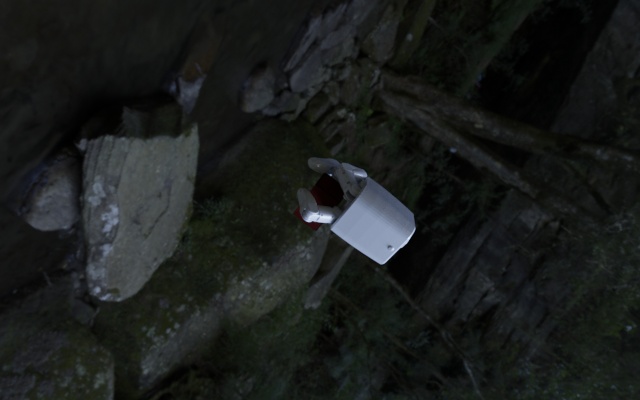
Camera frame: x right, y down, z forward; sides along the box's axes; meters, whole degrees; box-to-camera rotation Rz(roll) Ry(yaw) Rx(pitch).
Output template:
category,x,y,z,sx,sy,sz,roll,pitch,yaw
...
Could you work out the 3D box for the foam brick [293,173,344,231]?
category,x,y,z,sx,sy,sz,roll,pitch,yaw
foam brick,0.000,0.003,0.811,0.051,0.078,0.053,37,34,-2
